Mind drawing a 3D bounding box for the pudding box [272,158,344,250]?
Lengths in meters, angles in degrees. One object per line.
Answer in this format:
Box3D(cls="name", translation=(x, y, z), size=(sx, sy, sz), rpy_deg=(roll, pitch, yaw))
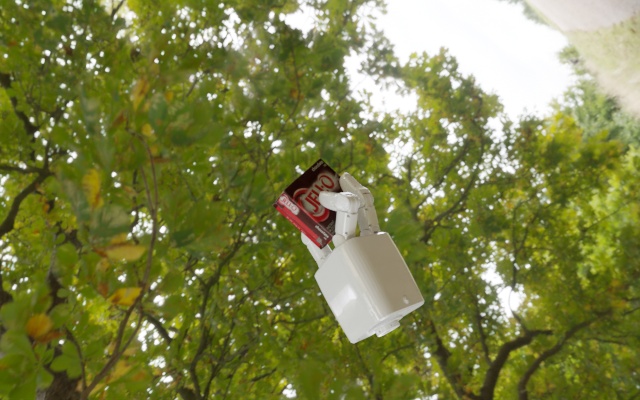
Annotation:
Box3D(cls="pudding box", translation=(0.000, 0.002, 0.659), size=(0.039, 0.090, 0.113), rpy_deg=(-47, 0, 37))
